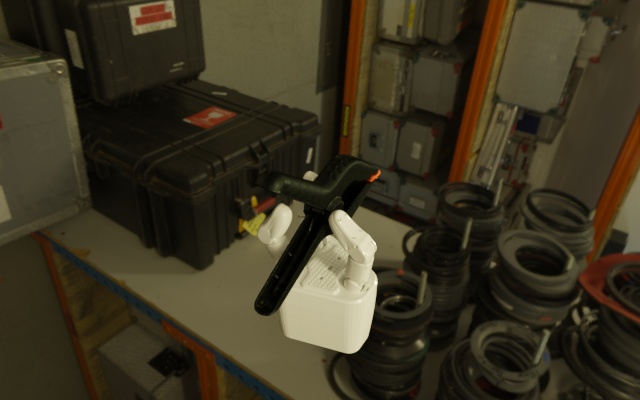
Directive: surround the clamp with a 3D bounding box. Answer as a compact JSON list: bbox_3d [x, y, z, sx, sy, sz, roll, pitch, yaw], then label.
[{"bbox_3d":[0.001,0.002,0.494,0.036,0.165,0.210,26,46,25],"label":"clamp"}]
